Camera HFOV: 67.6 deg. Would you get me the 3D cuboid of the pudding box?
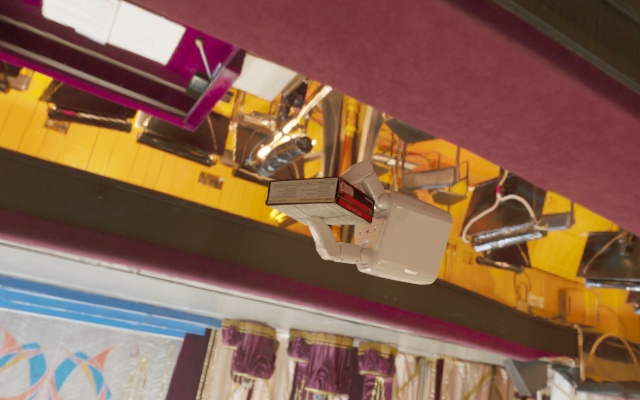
[{"bbox_3d":[0.000,0.002,0.613,0.113,0.039,0.090,-4,-22,35],"label":"pudding box"}]
